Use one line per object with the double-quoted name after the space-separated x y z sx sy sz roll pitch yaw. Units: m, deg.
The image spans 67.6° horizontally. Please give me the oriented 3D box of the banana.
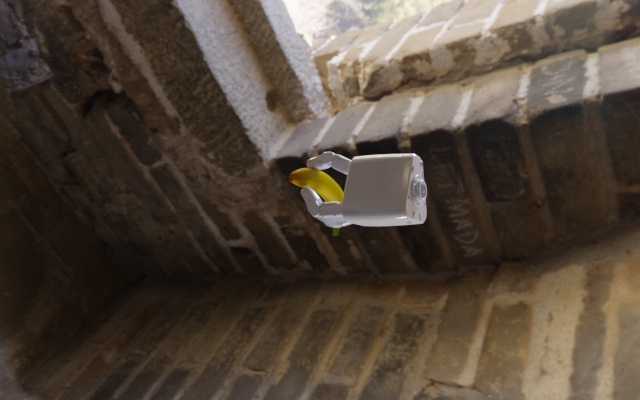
0.007 -0.011 0.869 0.037 0.069 0.198 2 -32 32 "banana"
